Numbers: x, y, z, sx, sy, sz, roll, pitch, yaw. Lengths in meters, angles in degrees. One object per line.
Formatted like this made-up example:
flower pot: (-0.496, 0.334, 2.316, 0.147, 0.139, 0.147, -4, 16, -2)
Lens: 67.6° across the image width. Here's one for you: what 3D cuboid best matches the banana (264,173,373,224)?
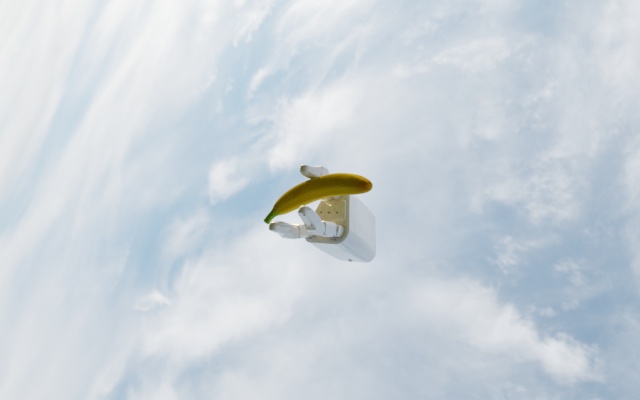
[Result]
banana: (-0.002, -0.010, 0.778, 0.198, 0.069, 0.037, -20, -47, 26)
